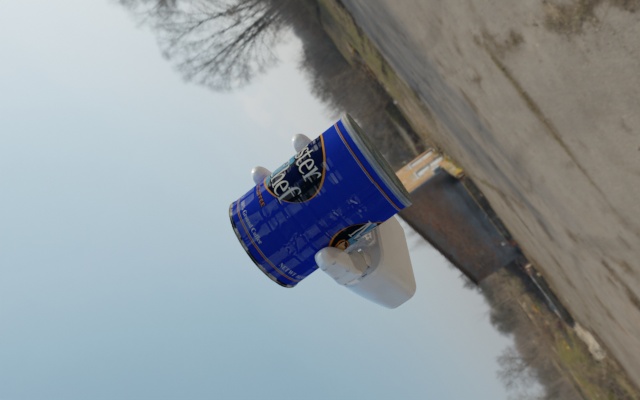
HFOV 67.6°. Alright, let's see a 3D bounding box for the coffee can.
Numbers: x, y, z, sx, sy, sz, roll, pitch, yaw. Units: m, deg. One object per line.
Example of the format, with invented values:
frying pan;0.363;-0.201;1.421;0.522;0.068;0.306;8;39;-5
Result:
coffee can;0.000;0.001;0.451;0.140;0.103;0.103;-37;-9;12
